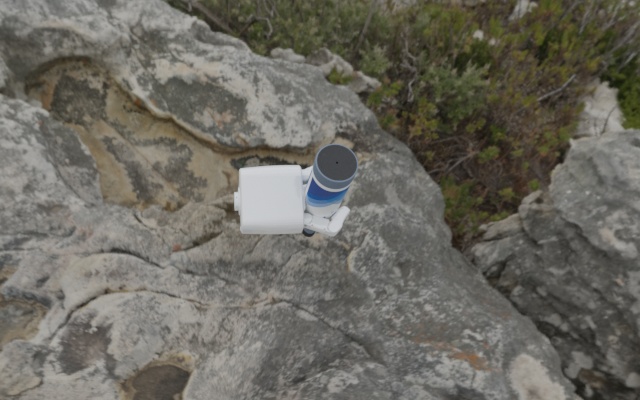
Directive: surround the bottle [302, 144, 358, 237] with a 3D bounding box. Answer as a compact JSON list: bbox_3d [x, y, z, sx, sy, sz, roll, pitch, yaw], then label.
[{"bbox_3d":[0.000,0.003,0.850,0.069,0.069,0.296,0,-24,-11],"label":"bottle"}]
